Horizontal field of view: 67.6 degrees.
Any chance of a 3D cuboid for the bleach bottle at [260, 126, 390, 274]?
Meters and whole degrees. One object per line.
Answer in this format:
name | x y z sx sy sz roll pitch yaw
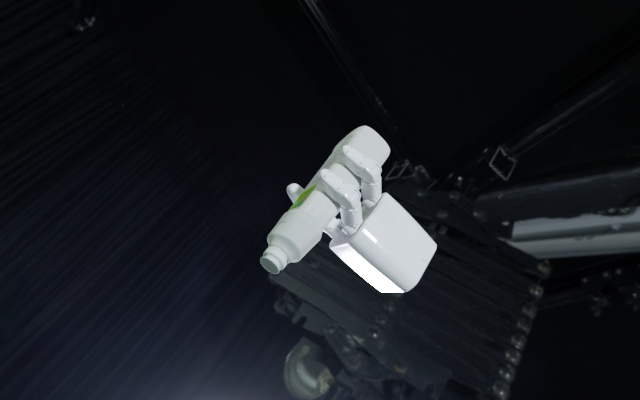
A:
bleach bottle | 0.000 0.002 0.648 0.250 0.068 0.103 -50 7 -35
